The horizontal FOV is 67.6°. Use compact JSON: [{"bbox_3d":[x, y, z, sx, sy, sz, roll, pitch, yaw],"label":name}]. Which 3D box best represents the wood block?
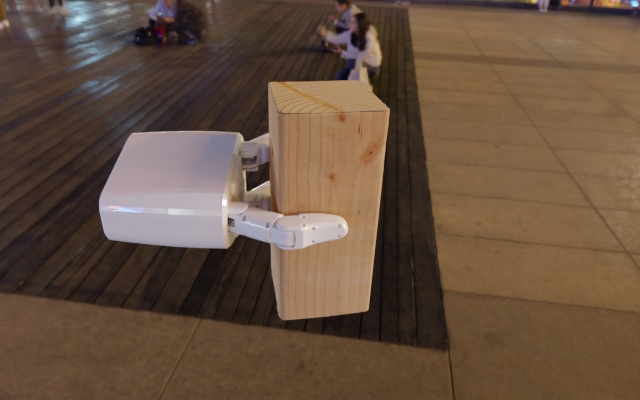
[{"bbox_3d":[0.000,0.002,0.451,0.090,0.206,0.090,-4,29,-10],"label":"wood block"}]
